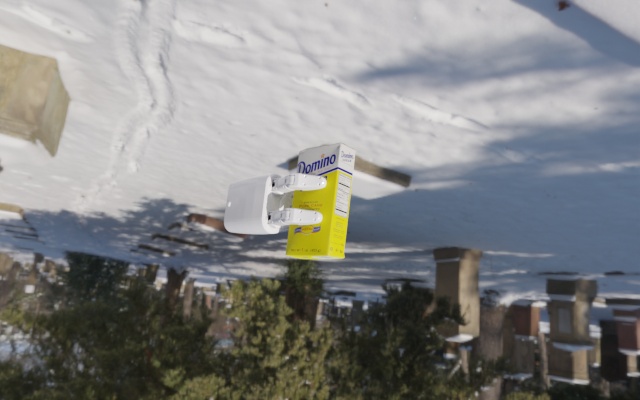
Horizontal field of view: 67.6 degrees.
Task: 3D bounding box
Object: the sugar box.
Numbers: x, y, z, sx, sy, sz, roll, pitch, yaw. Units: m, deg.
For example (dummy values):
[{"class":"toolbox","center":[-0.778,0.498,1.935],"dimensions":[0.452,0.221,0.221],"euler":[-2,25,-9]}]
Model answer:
[{"class":"sugar box","center":[0.000,0.002,0.750],"dimensions":[0.093,0.176,0.048],"euler":[-6,-15,41]}]
